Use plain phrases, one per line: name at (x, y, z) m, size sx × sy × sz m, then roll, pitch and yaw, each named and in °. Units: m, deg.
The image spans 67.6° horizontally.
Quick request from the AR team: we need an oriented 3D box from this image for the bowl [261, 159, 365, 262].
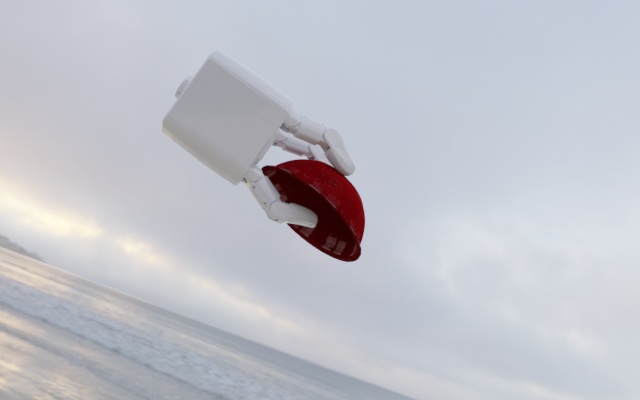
bowl at (0.001, 0.003, 0.592) m, size 0.055 × 0.162 × 0.162 m, roll -47°, pitch 22°, yaw -22°
